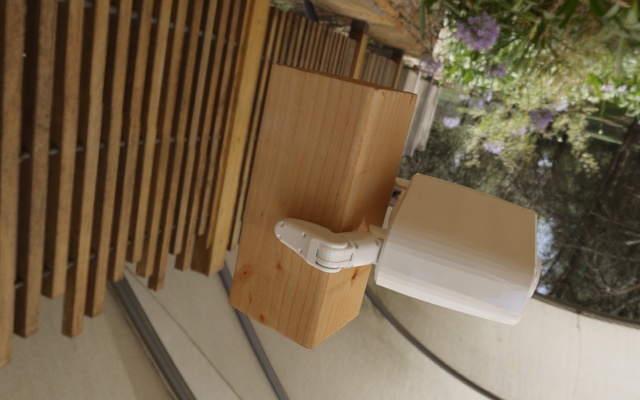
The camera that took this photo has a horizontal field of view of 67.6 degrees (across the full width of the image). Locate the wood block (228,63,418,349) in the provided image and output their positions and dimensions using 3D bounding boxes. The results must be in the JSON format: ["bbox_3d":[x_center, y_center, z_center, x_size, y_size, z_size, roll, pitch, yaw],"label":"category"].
[{"bbox_3d":[0.000,0.002,0.400,0.090,0.206,0.091,21,18,27],"label":"wood block"}]
